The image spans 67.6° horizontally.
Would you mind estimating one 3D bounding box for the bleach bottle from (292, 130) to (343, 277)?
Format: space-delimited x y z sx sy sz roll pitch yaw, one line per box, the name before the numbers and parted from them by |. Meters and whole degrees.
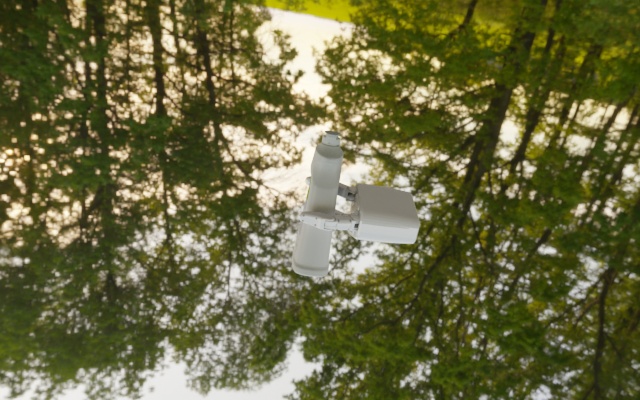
bleach bottle | 0.000 0.003 0.851 0.068 0.251 0.102 8 21 -7
